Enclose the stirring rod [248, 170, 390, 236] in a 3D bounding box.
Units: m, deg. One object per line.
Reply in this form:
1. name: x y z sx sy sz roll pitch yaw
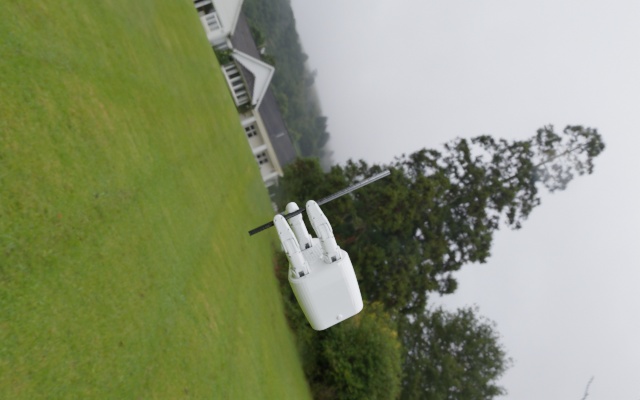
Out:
1. stirring rod: 0.000 0.003 0.743 0.239 0.011 0.011 -24 3 -8
